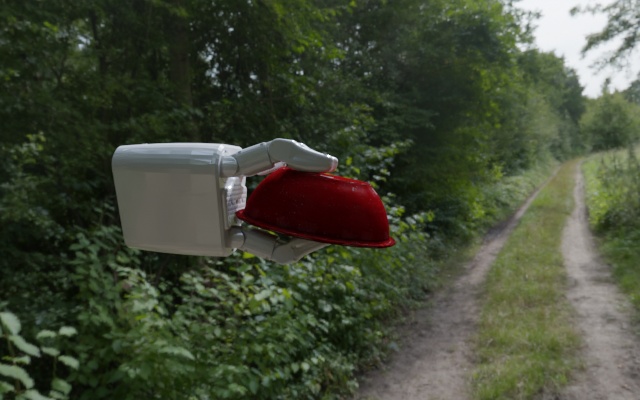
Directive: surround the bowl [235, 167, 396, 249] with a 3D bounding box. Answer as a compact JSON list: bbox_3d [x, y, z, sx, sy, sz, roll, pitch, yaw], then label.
[{"bbox_3d":[0.001,0.001,0.476,0.162,0.055,0.162,11,5,-1],"label":"bowl"}]
